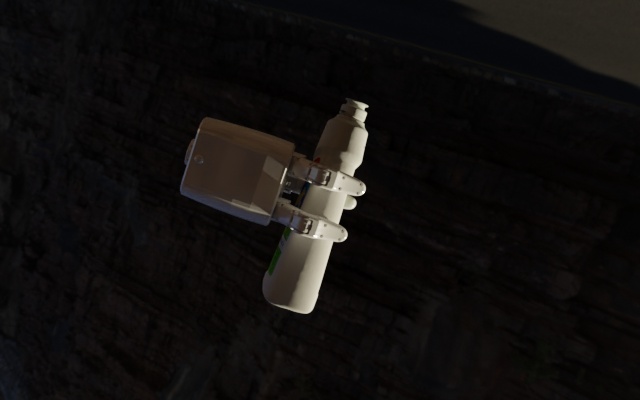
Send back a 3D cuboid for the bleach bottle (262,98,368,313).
[{"bbox_3d":[0.000,0.002,0.577,0.068,0.251,0.102,19,6,-7],"label":"bleach bottle"}]
